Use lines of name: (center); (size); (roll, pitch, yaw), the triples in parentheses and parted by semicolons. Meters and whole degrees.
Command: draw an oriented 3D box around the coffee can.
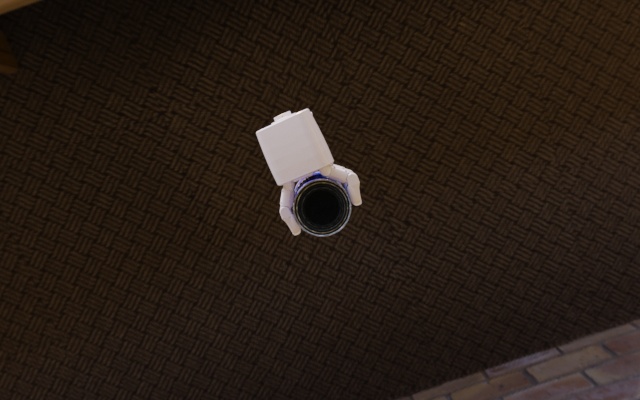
coffee can: (0.000, 0.003, 0.897); (0.103, 0.103, 0.140); (0, 9, -3)
